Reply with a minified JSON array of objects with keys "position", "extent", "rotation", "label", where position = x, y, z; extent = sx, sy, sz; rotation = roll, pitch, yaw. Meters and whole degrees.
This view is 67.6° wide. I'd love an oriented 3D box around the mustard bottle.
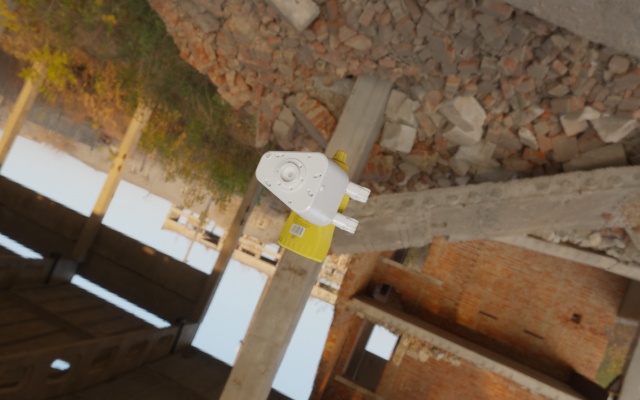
[{"position":[0.000,0.003,0.826],"extent":[0.096,0.191,0.058],"rotation":[19,-5,45],"label":"mustard bottle"}]
